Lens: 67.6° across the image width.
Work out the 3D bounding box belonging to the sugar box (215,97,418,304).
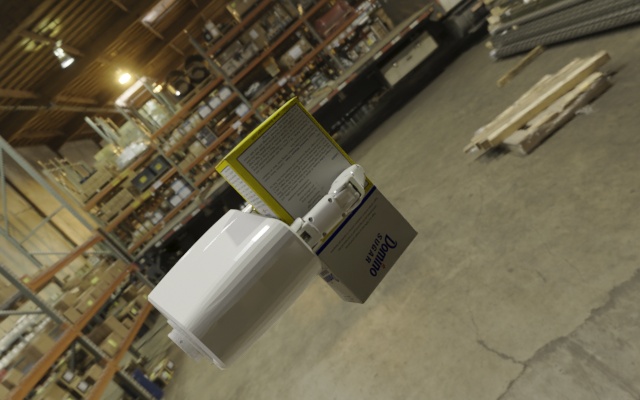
[{"bbox_3d":[0.000,0.002,0.440,0.093,0.176,0.048,-47,13,-23],"label":"sugar box"}]
